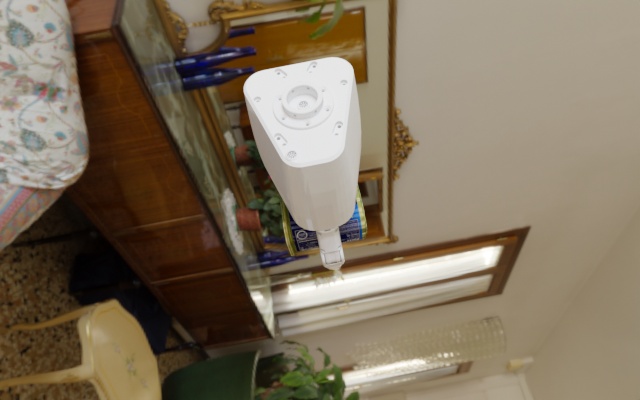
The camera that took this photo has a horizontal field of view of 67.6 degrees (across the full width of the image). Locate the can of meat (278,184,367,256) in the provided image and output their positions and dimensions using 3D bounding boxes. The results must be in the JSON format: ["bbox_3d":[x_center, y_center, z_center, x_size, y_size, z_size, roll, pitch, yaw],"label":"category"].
[{"bbox_3d":[0.000,0.002,0.521,0.084,0.102,0.057,-11,-33,0],"label":"can of meat"}]
